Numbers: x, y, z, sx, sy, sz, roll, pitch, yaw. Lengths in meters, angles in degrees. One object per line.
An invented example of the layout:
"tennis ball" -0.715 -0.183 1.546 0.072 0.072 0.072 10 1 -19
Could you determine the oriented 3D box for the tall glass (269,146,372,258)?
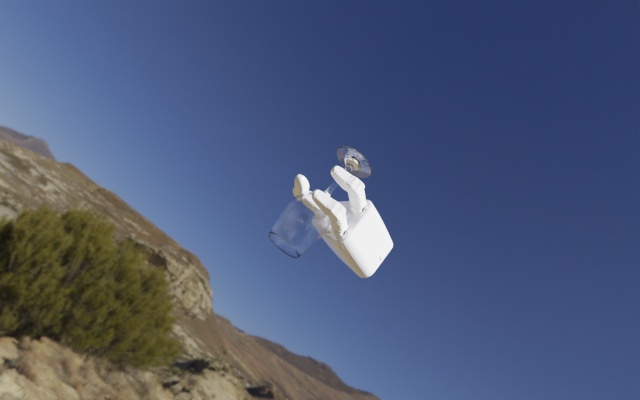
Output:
"tall glass" 0.000 0.002 0.801 0.201 0.079 0.079 -49 24 -23
